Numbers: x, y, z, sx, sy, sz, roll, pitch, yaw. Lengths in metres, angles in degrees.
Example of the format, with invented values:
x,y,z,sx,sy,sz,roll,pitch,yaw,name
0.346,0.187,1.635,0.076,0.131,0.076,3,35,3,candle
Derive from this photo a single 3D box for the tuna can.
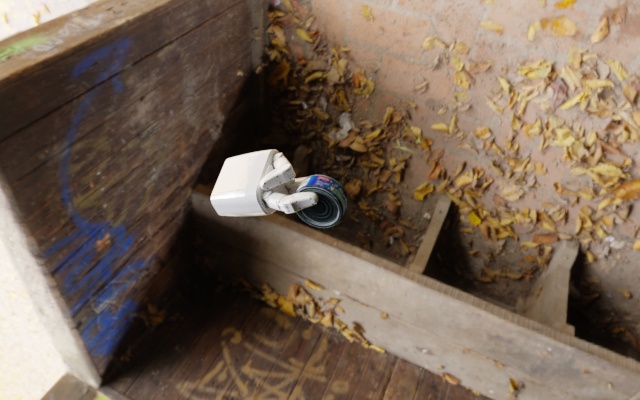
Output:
x,y,z,sx,sy,sz,roll,pitch,yaw,name
0.000,0.003,0.772,0.086,0.086,0.033,0,36,23,tuna can
